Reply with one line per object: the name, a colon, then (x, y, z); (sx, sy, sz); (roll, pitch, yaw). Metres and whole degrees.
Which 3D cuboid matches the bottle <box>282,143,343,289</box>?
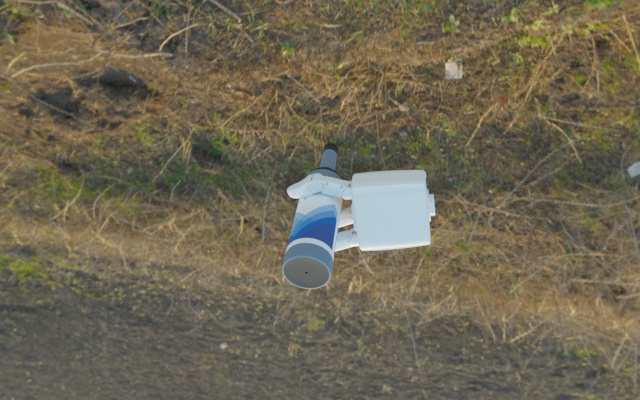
bottle: (0.000, 0.003, 0.747); (0.069, 0.069, 0.295); (0, 40, 10)
